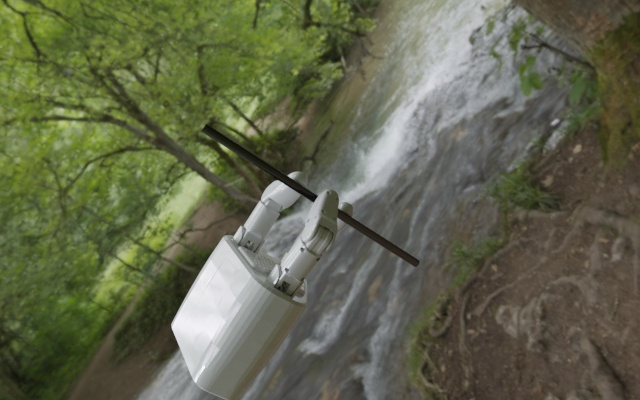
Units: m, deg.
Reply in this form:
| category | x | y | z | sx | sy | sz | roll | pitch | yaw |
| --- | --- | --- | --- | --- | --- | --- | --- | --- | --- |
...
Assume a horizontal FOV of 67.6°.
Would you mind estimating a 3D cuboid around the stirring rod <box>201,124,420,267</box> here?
| category | x | y | z | sx | sy | sz | roll | pitch | yaw |
| --- | --- | --- | --- | --- | --- | --- | --- | --- | --- |
| stirring rod | 0.000 | 0.002 | 0.431 | 0.239 | 0.011 | 0.011 | 33 | -12 | -20 |
